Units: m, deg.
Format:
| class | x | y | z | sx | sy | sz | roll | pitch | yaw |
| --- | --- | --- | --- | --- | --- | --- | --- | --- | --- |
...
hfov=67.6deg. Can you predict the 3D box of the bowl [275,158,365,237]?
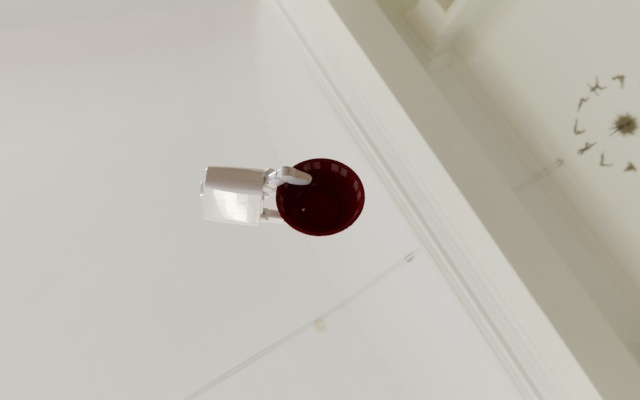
| class | x | y | z | sx | sy | sz | roll | pitch | yaw |
| --- | --- | --- | --- | --- | --- | --- | --- | --- | --- |
| bowl | 0.001 | 0.003 | 0.877 | 0.162 | 0.162 | 0.055 | 0 | -29 | 2 |
